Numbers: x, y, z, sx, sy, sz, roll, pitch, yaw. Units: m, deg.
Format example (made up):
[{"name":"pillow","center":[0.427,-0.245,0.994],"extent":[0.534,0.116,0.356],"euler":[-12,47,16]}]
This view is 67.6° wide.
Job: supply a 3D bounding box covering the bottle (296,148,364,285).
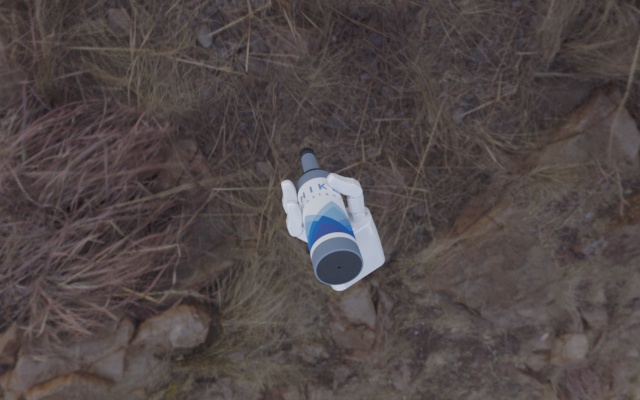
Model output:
[{"name":"bottle","center":[0.000,0.003,0.745],"extent":[0.069,0.069,0.295],"euler":[0,36,-12]}]
